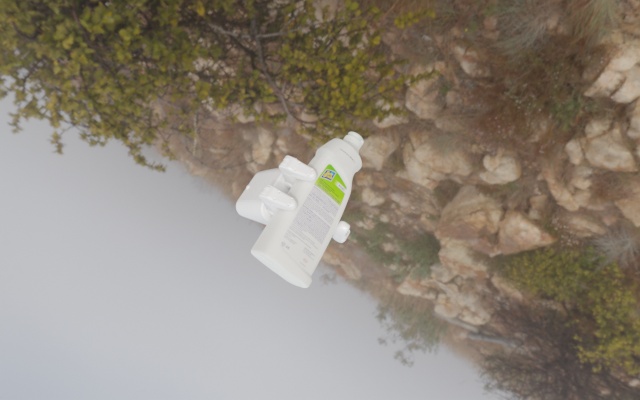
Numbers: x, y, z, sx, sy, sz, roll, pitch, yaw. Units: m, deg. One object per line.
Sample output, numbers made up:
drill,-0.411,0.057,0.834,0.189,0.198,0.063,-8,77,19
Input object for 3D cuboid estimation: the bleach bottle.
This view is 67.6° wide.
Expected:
bleach bottle,0.000,0.002,0.743,0.103,0.250,0.068,42,-21,-27
